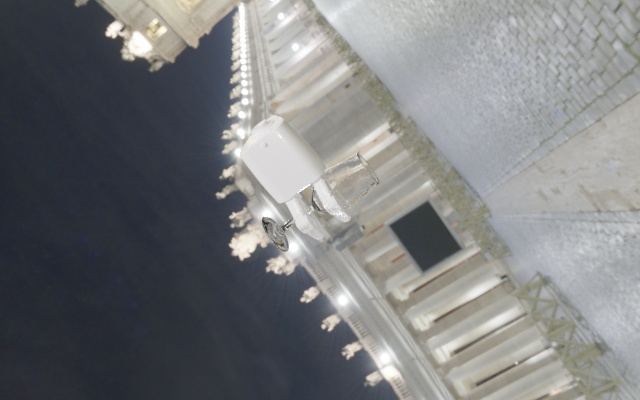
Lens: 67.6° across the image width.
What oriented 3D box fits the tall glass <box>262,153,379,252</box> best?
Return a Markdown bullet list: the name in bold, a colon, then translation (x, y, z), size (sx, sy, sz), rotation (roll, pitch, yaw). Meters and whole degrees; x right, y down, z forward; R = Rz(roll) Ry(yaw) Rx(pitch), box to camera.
- **tall glass**: translation (0.000, 0.003, 0.808), size (0.201, 0.079, 0.079), rotation (-35, -9, 14)
